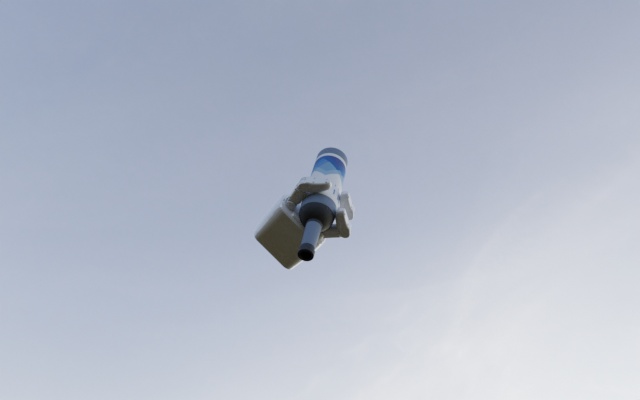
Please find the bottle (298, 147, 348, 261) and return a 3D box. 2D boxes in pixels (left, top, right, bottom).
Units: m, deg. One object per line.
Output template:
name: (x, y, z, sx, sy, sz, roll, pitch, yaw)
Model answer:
bottle: (0.000, 0.003, 0.891, 0.069, 0.069, 0.295, 0, 36, 12)
